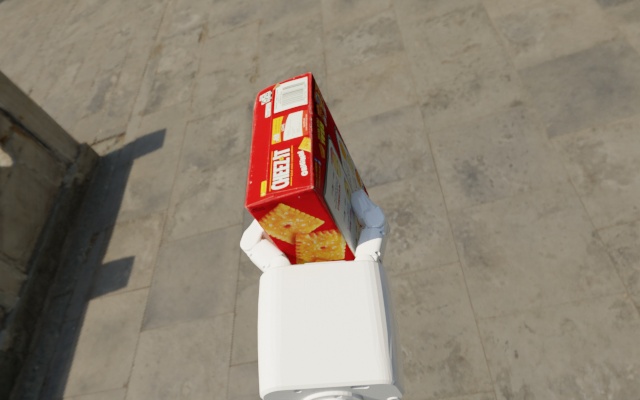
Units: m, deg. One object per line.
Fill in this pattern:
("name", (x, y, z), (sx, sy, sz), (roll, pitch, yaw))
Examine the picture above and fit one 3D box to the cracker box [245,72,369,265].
("cracker box", (0.000, 0.002, 0.511), (0.072, 0.164, 0.214), (-15, -42, 14))
